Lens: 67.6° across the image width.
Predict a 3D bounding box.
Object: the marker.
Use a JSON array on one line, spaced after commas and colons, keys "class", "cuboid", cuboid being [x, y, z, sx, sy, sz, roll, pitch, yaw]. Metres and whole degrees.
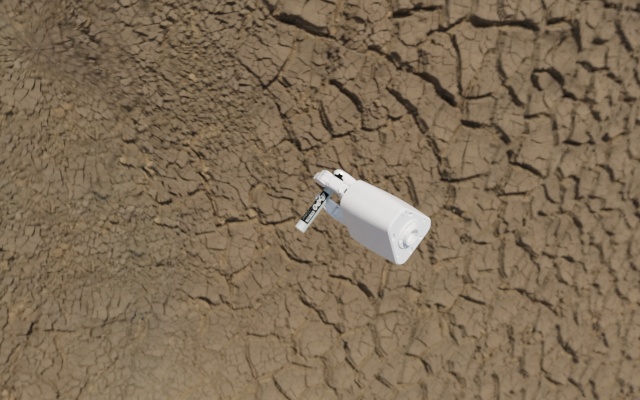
[{"class": "marker", "cuboid": [0.000, 0.003, 0.825, 0.020, 0.121, 0.020, 37, -6, 5]}]
